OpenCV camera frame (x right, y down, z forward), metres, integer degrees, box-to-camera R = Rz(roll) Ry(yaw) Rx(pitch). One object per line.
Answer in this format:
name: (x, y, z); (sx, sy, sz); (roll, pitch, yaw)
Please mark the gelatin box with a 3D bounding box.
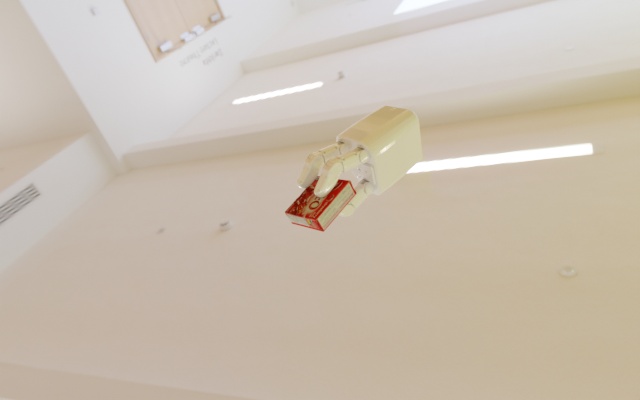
gelatin box: (0.000, 0.003, 0.731); (0.073, 0.030, 0.089); (12, 52, 46)
